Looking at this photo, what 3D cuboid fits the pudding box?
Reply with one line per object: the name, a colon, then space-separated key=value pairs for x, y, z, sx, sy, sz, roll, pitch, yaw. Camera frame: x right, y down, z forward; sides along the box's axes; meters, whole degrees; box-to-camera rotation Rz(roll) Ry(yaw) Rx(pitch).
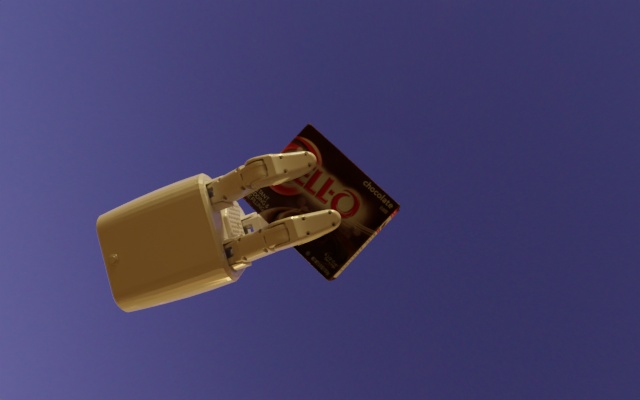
pudding box: x=0.000 y=0.001 z=0.428 sx=0.113 sy=0.090 sz=0.039 roll=43 pitch=0 yaw=9
